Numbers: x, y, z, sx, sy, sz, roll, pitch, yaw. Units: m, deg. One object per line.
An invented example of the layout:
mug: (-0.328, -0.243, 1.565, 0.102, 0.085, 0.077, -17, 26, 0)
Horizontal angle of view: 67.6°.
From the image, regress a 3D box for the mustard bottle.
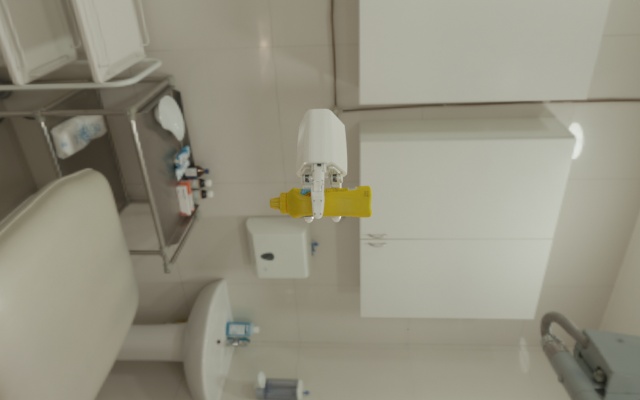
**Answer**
mustard bottle: (0.000, 0.003, 0.900, 0.191, 0.058, 0.096, -1, 12, 4)
